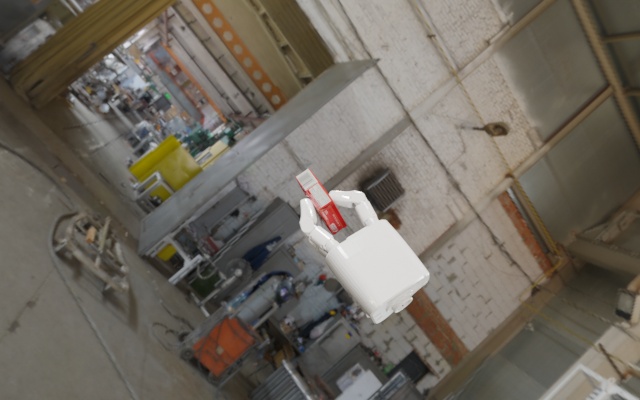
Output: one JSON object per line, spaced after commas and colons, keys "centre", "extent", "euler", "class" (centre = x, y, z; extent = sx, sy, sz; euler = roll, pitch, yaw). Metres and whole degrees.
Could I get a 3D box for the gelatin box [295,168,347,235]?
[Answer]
{"centre": [0.000, 0.002, 0.764], "extent": [0.030, 0.089, 0.073], "euler": [-33, -39, -3], "class": "gelatin box"}
